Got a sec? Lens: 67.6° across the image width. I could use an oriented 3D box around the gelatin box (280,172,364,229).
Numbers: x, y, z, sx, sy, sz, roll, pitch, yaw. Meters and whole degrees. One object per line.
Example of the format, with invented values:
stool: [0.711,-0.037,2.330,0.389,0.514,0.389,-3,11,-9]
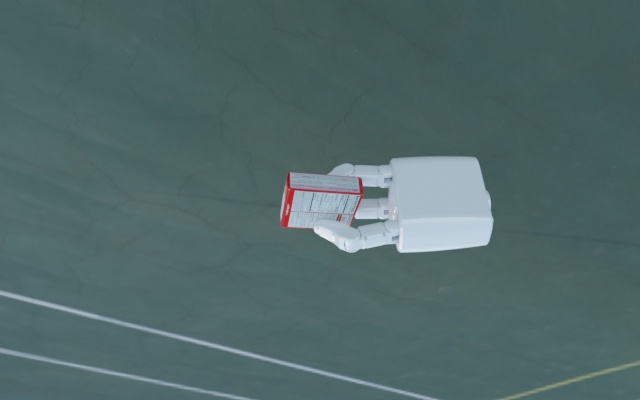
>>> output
gelatin box: [0.000,0.002,0.568,0.089,0.030,0.073,3,-39,-10]
